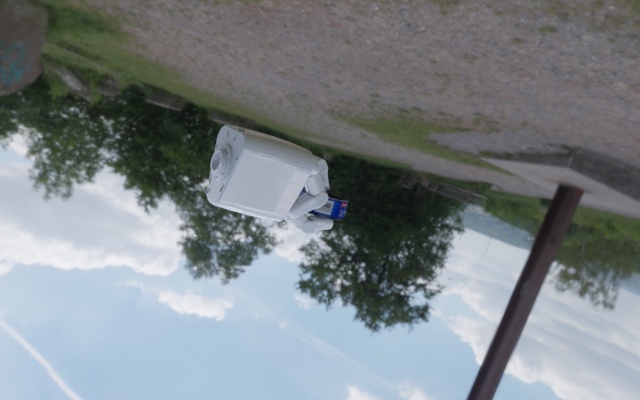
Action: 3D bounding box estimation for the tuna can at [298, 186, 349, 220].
[{"bbox_3d":[0.000,0.003,0.755,0.086,0.034,0.086,16,7,-2],"label":"tuna can"}]
